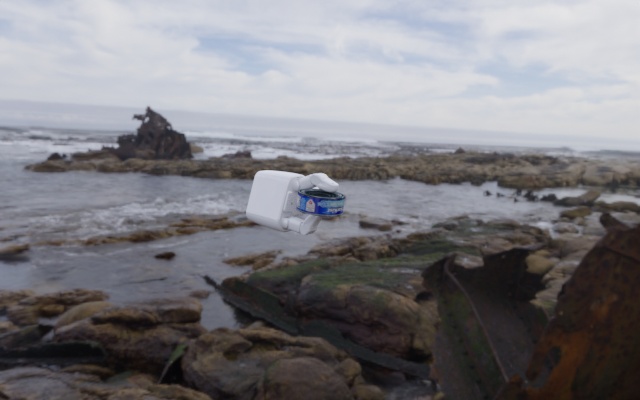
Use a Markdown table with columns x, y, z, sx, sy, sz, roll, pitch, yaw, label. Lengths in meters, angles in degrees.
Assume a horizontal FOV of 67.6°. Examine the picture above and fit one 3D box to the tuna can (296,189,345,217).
| x | y | z | sx | sy | sz | roll | pitch | yaw | label |
| --- | --- | --- | --- | --- | --- | --- | --- | --- | --- |
| 0.000 | 0.002 | 0.857 | 0.086 | 0.034 | 0.086 | 6 | 11 | -1 | tuna can |
